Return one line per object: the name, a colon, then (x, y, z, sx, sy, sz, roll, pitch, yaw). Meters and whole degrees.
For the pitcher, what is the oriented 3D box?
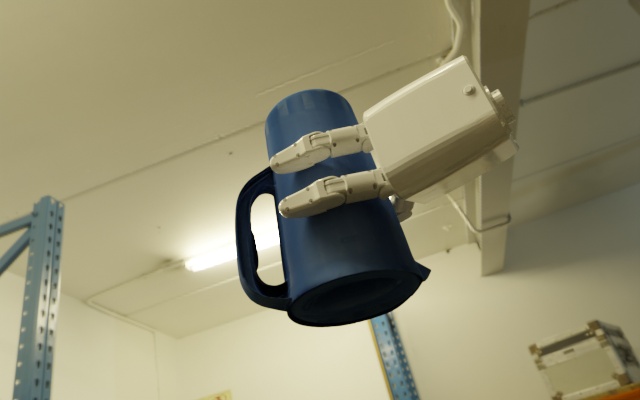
pitcher: (0.000, 0.002, 0.506, 0.145, 0.242, 0.149, -30, -35, 23)
